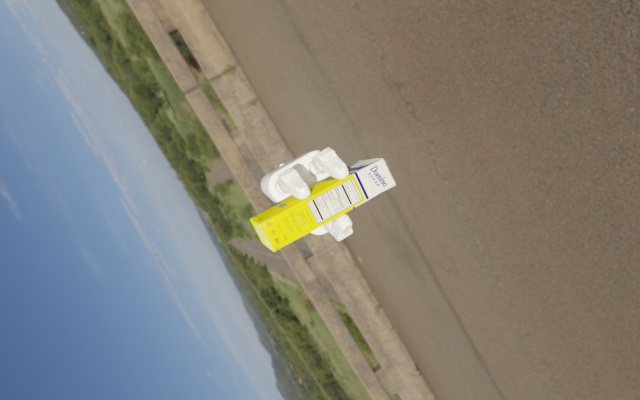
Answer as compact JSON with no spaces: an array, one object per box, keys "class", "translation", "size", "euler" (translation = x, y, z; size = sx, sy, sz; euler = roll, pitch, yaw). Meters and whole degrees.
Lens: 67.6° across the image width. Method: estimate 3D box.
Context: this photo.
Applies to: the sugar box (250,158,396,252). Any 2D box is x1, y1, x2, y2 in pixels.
[{"class":"sugar box","translation":[0.000,0.002,0.617],"size":[0.176,0.048,0.093],"euler":[-31,10,-12]}]
